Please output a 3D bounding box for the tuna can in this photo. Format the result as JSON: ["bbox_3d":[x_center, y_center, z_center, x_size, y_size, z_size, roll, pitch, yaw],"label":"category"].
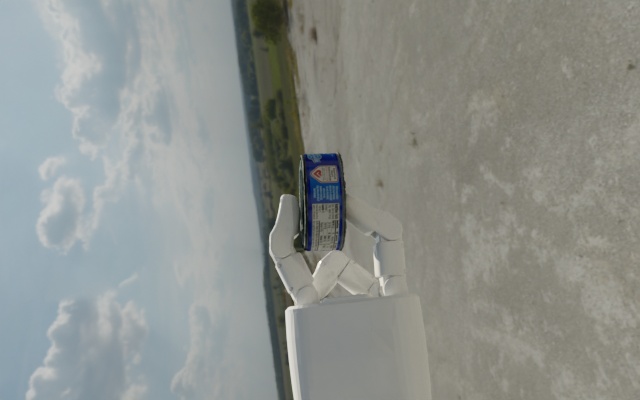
[{"bbox_3d":[-0.001,0.001,0.414,0.034,0.086,0.086,-2,0,-5],"label":"tuna can"}]
